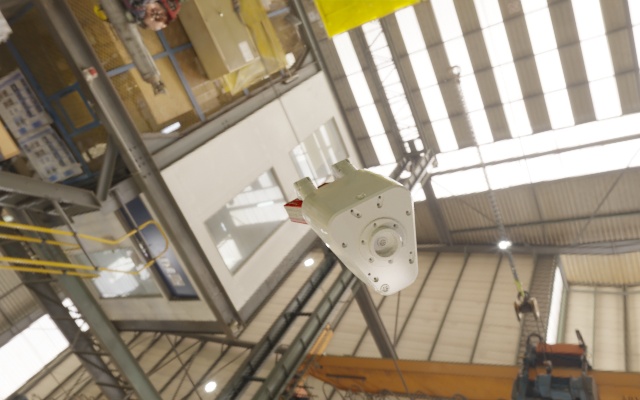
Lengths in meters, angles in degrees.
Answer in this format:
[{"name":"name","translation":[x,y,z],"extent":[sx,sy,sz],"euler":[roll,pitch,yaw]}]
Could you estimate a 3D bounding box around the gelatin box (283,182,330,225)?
[{"name":"gelatin box","translation":[0.000,0.002,0.638],"extent":[0.073,0.030,0.089],"euler":[-29,12,-21]}]
